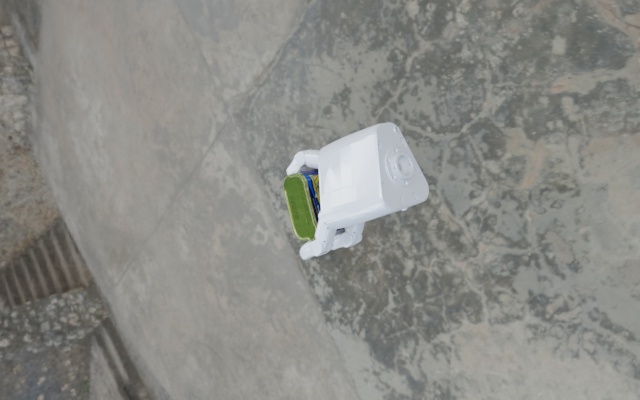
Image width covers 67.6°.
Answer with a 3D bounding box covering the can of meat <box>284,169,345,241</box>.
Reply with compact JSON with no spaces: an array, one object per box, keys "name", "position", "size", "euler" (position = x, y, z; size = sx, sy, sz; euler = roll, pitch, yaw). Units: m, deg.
[{"name":"can of meat","position":[0.000,0.002,0.688],"size":[0.084,0.102,0.057],"euler":[-15,1,-41]}]
